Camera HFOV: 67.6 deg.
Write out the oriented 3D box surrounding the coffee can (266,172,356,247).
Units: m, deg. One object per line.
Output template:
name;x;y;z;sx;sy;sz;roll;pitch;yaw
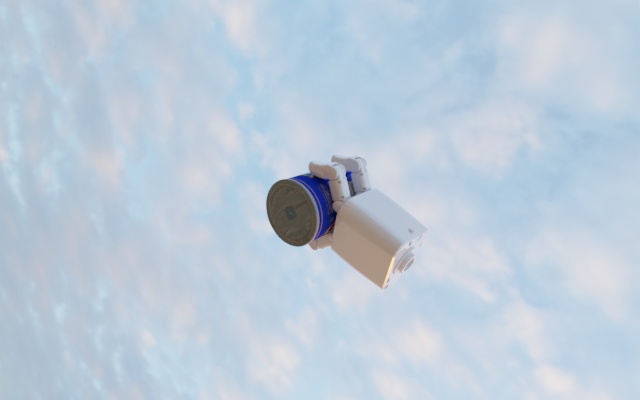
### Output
coffee can;0.000;0.002;0.748;0.103;0.103;0.140;0;14;41
